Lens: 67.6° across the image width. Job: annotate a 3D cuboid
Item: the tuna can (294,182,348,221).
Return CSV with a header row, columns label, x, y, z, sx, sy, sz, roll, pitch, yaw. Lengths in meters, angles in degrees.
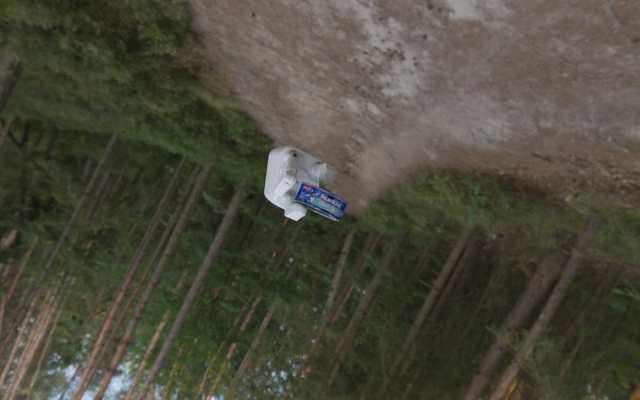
label,x,y,z,sx,sy,sz,roll,pitch,yaw
tuna can,0.000,0.003,0.799,0.086,0.034,0.086,25,-5,3
